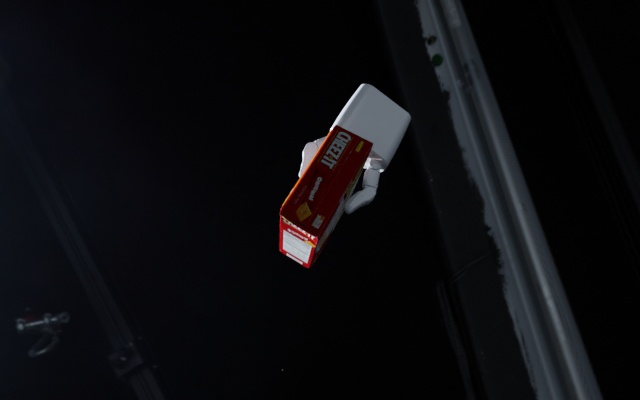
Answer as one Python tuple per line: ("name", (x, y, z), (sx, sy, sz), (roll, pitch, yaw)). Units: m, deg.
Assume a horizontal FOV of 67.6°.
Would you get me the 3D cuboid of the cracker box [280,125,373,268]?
("cracker box", (0.000, 0.003, 0.757), (0.072, 0.164, 0.214), (29, -19, 6))
